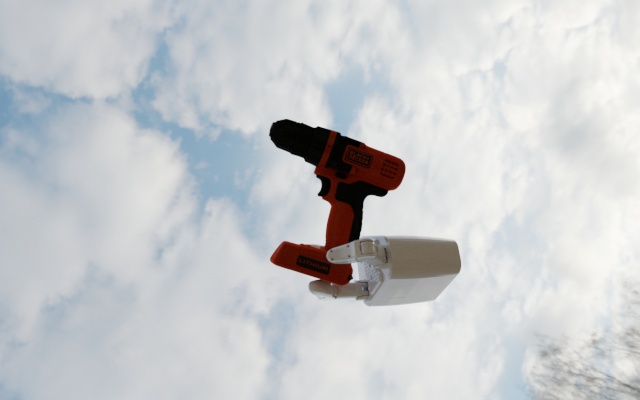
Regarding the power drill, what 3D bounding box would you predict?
[{"bbox_3d":[0.000,0.003,0.613,0.184,0.187,0.057,19,-3,-3],"label":"power drill"}]
